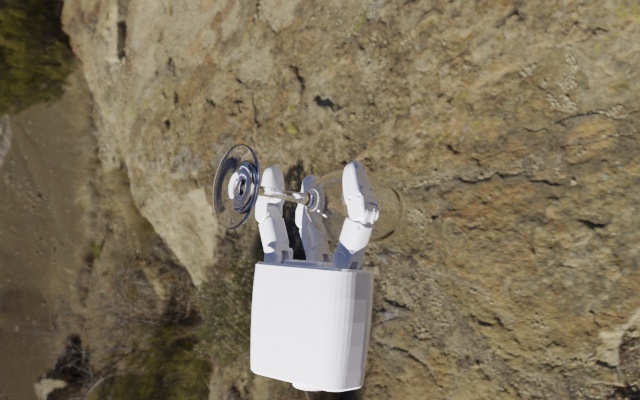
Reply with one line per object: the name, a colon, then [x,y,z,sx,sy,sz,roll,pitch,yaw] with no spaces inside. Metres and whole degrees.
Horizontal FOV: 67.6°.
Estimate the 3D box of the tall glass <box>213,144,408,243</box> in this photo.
tall glass: [0.000,0.001,0.475,0.201,0.079,0.079,10,-7,-41]
